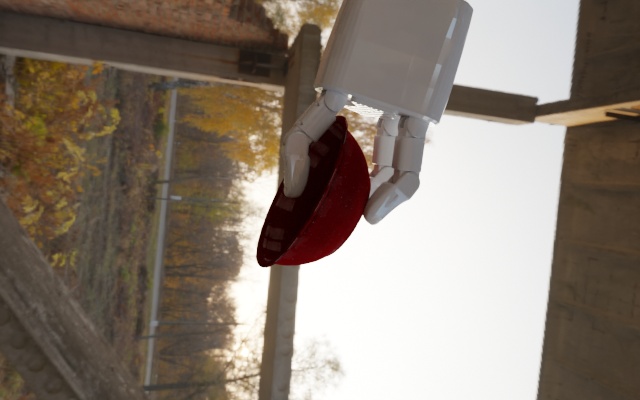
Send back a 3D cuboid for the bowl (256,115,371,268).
[{"bbox_3d":[0.000,0.003,0.460,0.055,0.162,0.162,29,-9,-17],"label":"bowl"}]
